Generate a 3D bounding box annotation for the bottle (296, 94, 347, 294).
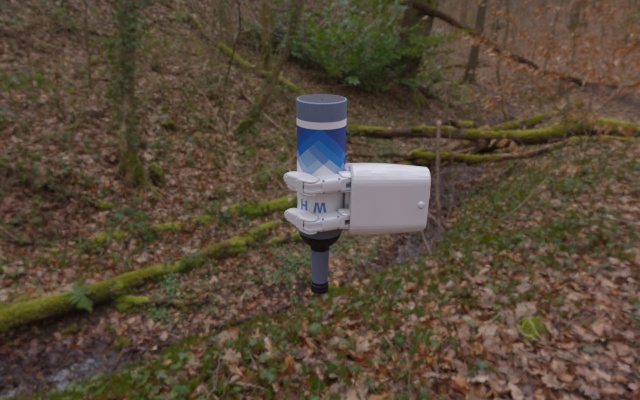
[{"bbox_3d":[0.000,0.002,0.682,0.069,0.296,0.069,1,23,0],"label":"bottle"}]
